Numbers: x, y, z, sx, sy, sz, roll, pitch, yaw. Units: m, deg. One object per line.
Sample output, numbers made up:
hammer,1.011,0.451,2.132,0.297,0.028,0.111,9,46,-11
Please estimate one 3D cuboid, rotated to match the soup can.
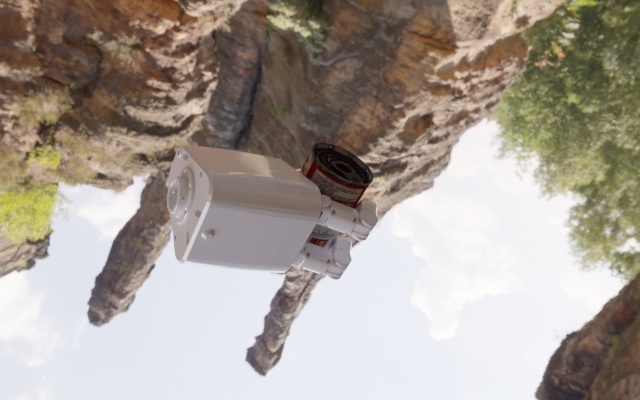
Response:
soup can,0.000,0.002,0.491,0.068,0.102,0.068,23,29,-13
